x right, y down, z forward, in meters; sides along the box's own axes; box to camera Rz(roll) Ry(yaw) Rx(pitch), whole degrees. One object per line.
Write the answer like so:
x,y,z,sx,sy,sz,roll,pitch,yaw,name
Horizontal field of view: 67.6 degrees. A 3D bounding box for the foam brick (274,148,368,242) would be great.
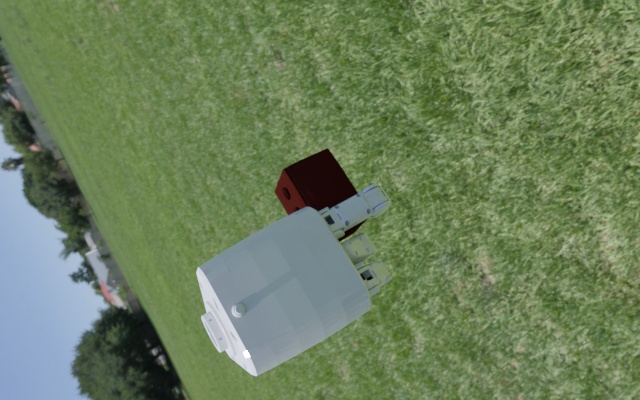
0.000,0.001,0.448,0.051,0.078,0.053,-27,-14,-23,foam brick
